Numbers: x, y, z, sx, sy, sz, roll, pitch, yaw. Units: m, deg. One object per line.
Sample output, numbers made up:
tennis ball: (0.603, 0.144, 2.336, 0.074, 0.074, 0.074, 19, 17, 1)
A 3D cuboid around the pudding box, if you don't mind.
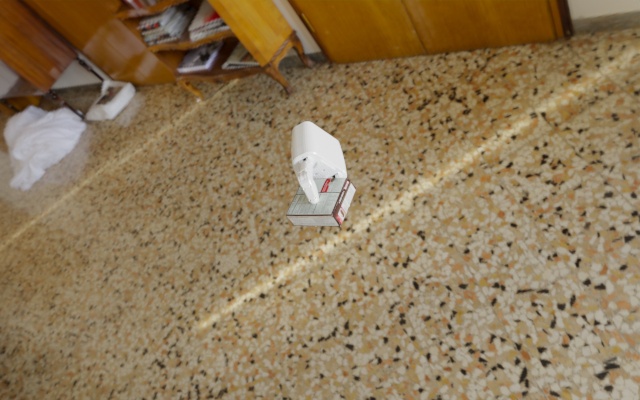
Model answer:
pudding box: (0.000, 0.003, 0.895, 0.113, 0.090, 0.039, -2, -37, 38)
